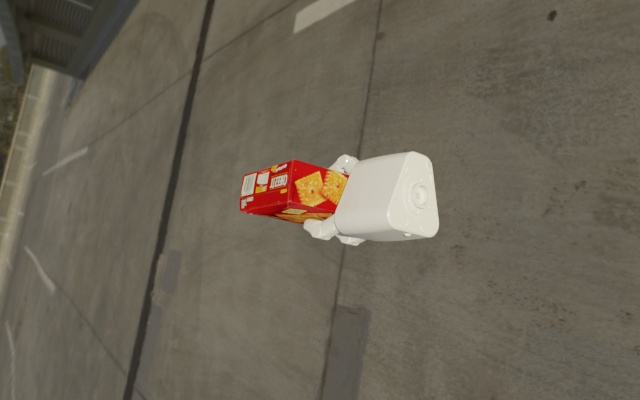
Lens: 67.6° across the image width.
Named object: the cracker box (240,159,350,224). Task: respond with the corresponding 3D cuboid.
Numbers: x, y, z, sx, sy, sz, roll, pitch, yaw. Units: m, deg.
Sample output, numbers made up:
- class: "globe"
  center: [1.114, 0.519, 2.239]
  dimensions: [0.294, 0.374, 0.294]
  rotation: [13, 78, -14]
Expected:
- class: "cracker box"
  center: [0.000, 0.002, 0.770]
  dimensions: [0.214, 0.072, 0.164]
  rotation: [14, -14, -33]
